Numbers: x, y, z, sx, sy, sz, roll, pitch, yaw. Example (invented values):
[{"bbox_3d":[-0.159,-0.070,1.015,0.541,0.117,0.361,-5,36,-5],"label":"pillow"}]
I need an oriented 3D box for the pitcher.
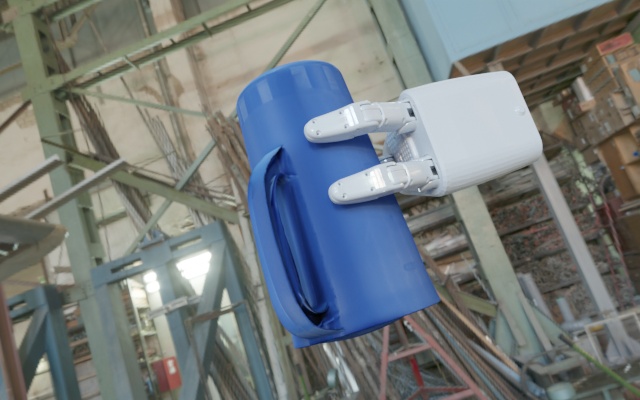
[{"bbox_3d":[0.000,0.001,0.430,0.145,0.242,0.149,-16,-12,-13],"label":"pitcher"}]
